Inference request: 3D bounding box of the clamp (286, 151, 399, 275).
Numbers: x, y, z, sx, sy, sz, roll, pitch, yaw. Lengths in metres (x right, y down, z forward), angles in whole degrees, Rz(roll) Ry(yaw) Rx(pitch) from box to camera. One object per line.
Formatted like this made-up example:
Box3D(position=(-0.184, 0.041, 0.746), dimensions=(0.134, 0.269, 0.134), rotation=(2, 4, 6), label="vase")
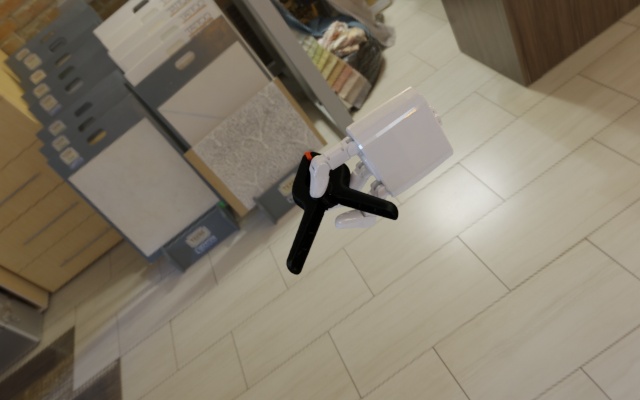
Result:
Box3D(position=(0.000, 0.001, 0.686), dimensions=(0.164, 0.036, 0.209), rotation=(-34, 41, 4), label="clamp")
